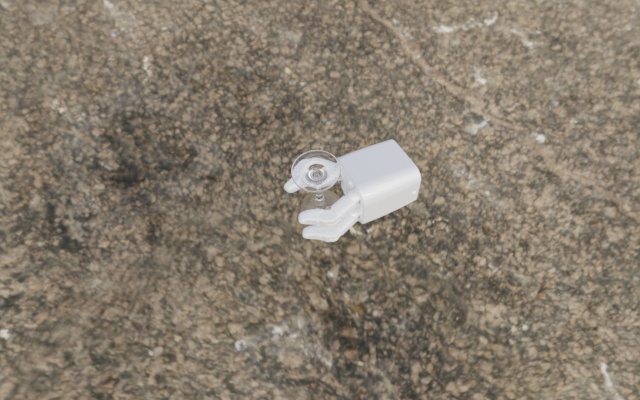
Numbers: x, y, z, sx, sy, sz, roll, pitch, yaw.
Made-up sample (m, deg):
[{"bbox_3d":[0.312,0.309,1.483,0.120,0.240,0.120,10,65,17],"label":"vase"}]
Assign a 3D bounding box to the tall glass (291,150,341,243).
[{"bbox_3d":[0.000,0.002,0.797,0.079,0.079,0.201,0,-29,4],"label":"tall glass"}]
